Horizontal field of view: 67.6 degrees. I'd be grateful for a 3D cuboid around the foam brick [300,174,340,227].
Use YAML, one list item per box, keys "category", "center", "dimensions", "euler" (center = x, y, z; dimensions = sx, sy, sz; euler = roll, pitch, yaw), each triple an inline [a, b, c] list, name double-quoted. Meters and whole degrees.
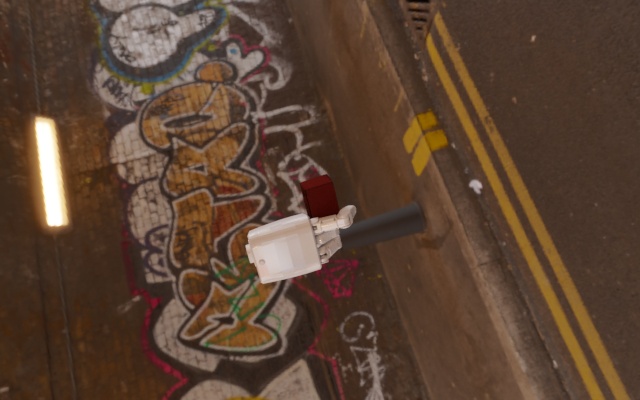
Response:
- category: "foam brick"
  center: [0.000, 0.002, 0.823]
  dimensions: [0.051, 0.078, 0.053]
  euler: [-16, 19, -6]
